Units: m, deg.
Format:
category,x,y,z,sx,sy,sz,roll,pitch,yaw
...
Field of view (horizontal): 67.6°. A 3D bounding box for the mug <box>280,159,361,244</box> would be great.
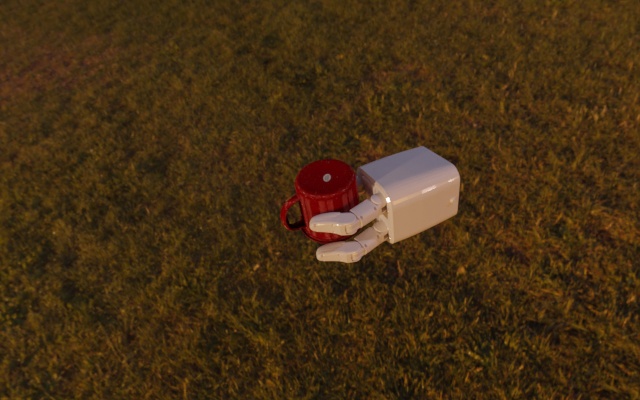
category,x,y,z,sx,sy,sz,roll,pitch,yaw
mug,-0.001,0.002,0.647,0.117,0.082,0.093,-22,44,-11
